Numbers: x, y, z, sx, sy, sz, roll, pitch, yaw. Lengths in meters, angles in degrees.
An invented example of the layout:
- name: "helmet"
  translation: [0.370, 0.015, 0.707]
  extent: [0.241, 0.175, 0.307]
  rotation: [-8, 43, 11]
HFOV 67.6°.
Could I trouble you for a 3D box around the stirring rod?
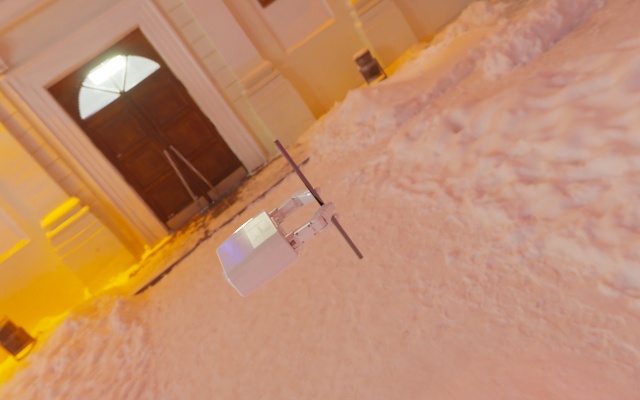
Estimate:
- name: "stirring rod"
  translation: [0.000, 0.003, 0.761]
  extent: [0.011, 0.239, 0.011]
  rotation: [-33, 17, 11]
